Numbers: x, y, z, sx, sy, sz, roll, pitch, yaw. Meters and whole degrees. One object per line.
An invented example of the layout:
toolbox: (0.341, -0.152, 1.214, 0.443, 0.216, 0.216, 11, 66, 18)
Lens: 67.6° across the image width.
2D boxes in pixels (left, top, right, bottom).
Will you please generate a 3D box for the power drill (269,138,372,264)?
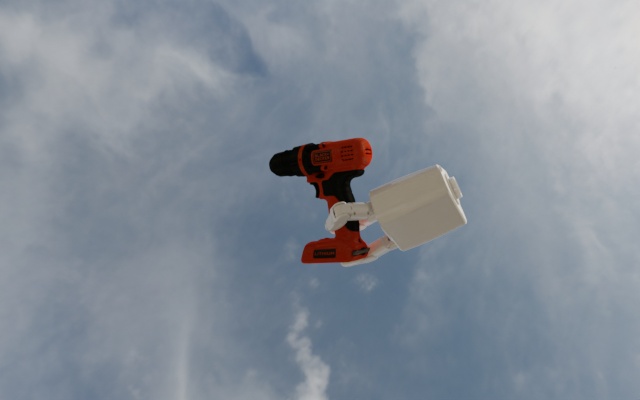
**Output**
power drill: (0.000, 0.003, 0.744, 0.184, 0.187, 0.057, -5, 1, 36)
